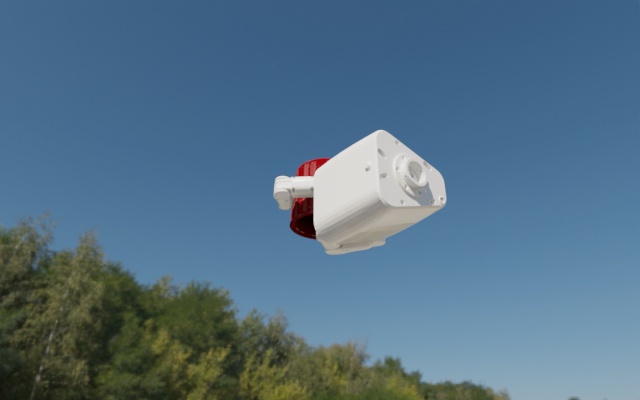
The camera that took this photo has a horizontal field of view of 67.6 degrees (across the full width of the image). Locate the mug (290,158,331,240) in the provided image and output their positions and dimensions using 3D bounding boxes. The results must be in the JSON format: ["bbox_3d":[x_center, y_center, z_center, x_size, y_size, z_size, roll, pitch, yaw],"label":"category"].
[{"bbox_3d":[-0.001,0.002,0.636,0.093,0.081,0.117,19,-32,-32],"label":"mug"}]
